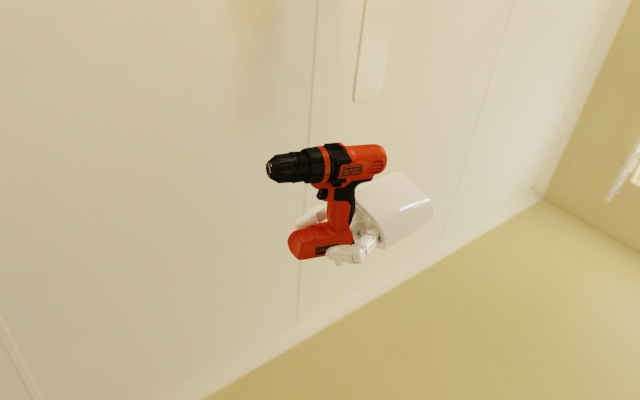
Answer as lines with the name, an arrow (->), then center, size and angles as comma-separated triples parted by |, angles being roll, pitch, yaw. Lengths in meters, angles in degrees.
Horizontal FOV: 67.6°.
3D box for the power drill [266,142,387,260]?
power drill -> 0.000, 0.003, 0.713 | 0.184, 0.188, 0.057 | -7, 41, -24
